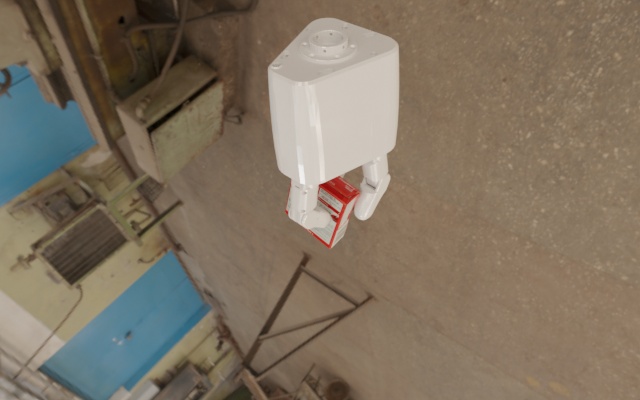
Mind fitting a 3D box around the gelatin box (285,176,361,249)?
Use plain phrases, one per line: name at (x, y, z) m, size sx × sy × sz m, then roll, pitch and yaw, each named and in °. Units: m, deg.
gelatin box at (0.000, 0.002, 0.539) m, size 0.073 × 0.089 × 0.030 m, roll 38°, pitch 53°, yaw 17°
